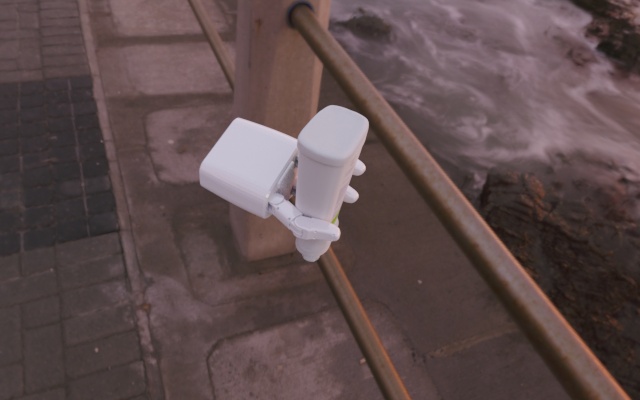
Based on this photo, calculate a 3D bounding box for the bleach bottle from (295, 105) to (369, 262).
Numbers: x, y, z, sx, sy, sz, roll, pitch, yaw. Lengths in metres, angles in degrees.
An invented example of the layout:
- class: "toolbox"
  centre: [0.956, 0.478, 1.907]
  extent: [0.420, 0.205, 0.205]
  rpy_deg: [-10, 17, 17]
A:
- class: "bleach bottle"
  centre: [0.000, 0.002, 0.643]
  extent: [0.068, 0.251, 0.102]
  rpy_deg: [24, 46, 11]
